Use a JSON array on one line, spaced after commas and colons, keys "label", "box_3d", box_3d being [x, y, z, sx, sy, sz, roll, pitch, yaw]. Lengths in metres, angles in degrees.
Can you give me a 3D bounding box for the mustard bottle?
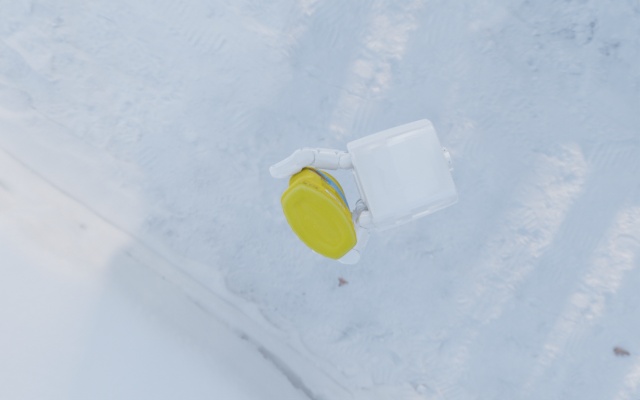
[{"label": "mustard bottle", "box_3d": [0.000, 0.002, 0.601, 0.058, 0.096, 0.191, -43, 9, 10]}]
